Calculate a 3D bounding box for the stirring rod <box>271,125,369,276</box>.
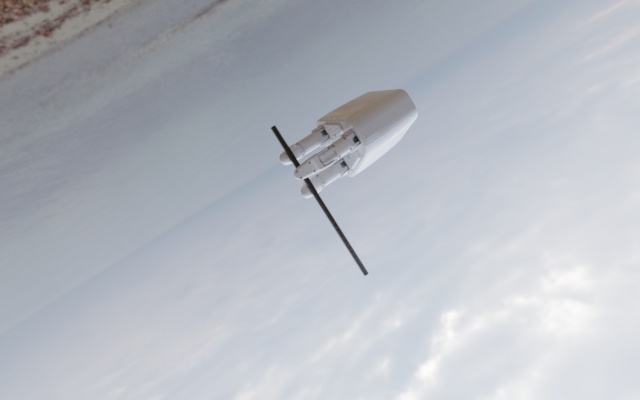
[{"bbox_3d":[0.000,0.002,0.652,0.011,0.239,0.011,-32,7,4],"label":"stirring rod"}]
